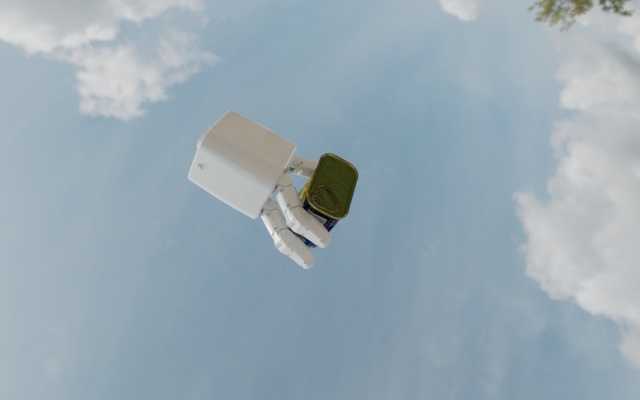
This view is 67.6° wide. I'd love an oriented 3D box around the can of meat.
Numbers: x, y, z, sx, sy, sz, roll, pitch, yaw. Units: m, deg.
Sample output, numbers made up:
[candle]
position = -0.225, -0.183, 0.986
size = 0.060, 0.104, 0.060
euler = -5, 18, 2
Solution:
[can of meat]
position = 0.000, 0.002, 0.634
size = 0.057, 0.102, 0.084
euler = 27, -43, -10
